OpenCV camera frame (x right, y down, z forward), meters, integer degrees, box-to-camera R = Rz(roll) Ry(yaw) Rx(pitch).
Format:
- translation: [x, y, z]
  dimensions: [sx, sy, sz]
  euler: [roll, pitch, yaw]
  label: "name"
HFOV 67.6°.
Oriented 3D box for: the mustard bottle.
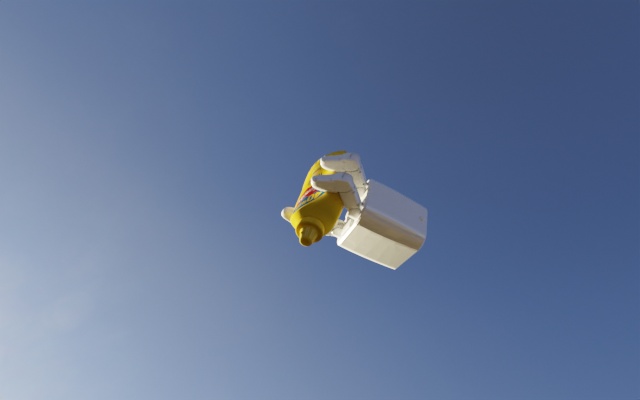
- translation: [0.000, 0.002, 0.738]
  dimensions: [0.096, 0.058, 0.191]
  euler: [-31, 23, 32]
  label: "mustard bottle"
